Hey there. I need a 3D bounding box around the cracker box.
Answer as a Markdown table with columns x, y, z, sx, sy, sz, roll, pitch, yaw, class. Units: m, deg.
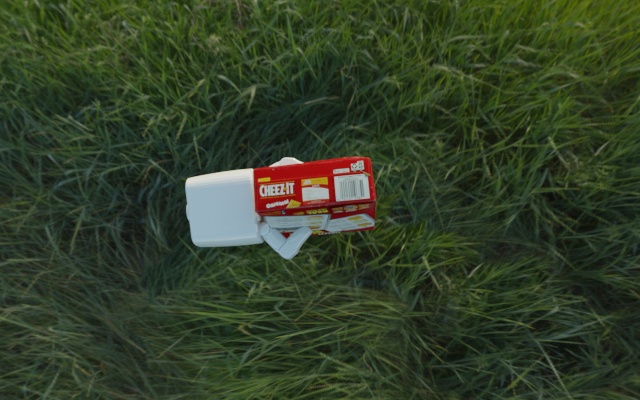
| x | y | z | sx | sy | sz | roll | pitch | yaw | class |
| --- | --- | --- | --- | --- | --- | --- | --- | --- | --- |
| 0.000 | 0.003 | 0.737 | 0.164 | 0.072 | 0.214 | -6 | -14 | 4 | cracker box |
